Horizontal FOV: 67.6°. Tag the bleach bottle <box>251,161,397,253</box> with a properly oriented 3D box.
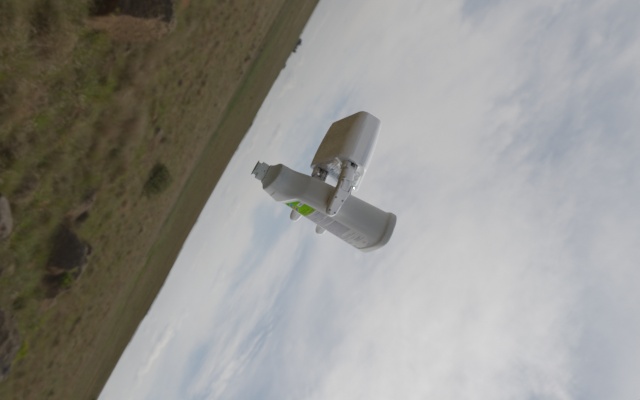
[{"bbox_3d":[0.000,0.003,0.818,0.251,0.068,0.102,30,-26,-13],"label":"bleach bottle"}]
